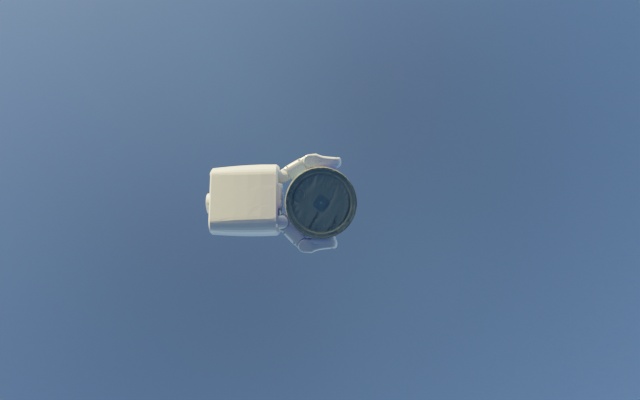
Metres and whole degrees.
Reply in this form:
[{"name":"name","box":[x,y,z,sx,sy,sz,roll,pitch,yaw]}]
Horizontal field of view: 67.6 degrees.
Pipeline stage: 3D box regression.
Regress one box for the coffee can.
[{"name":"coffee can","box":[0.000,0.002,0.746,0.103,0.103,0.140,0,1,-1]}]
